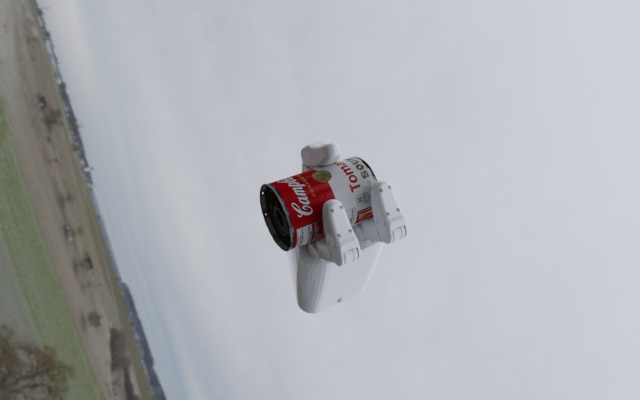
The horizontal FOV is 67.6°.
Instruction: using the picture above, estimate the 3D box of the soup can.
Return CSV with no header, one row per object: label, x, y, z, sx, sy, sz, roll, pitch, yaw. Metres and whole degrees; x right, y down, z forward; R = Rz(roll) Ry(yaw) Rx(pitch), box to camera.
soup can,0.000,0.001,0.473,0.102,0.068,0.068,-19,8,-23
